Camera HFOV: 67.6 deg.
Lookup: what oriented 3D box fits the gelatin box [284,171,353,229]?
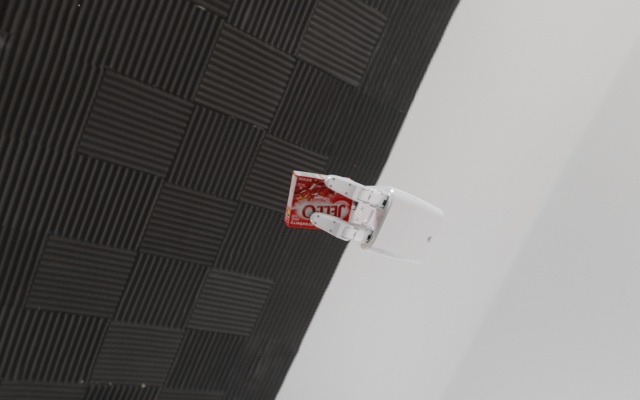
[{"bbox_3d":[0.000,0.002,0.663,0.089,0.073,0.030,7,15,-19],"label":"gelatin box"}]
